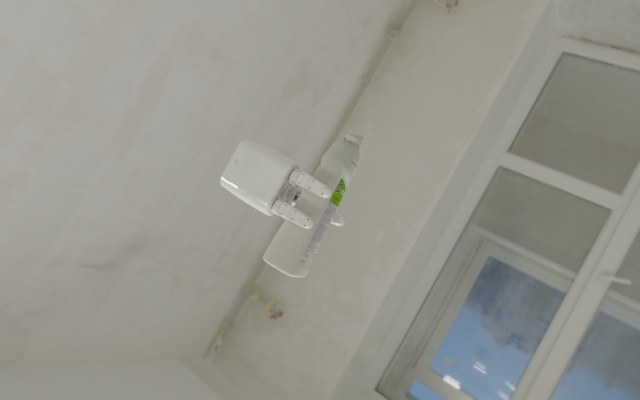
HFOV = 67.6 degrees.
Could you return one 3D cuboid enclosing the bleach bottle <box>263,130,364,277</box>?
[{"bbox_3d":[0.000,0.003,0.788,0.068,0.251,0.102,29,-1,16],"label":"bleach bottle"}]
